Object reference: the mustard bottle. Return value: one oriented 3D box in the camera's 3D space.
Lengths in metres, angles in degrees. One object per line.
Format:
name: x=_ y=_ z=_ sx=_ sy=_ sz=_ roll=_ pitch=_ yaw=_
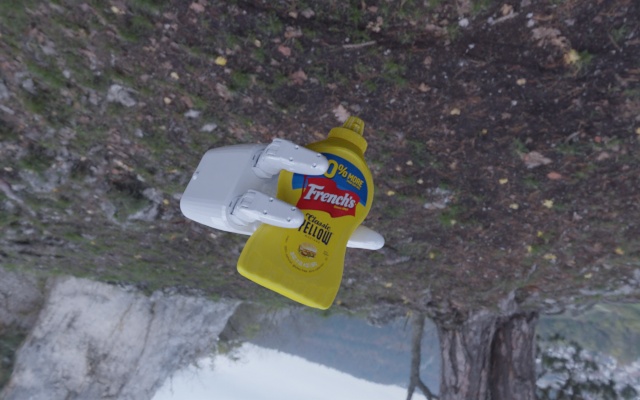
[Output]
mustard bottle: x=0.000 y=0.002 z=0.471 sx=0.096 sy=0.191 sz=0.058 roll=28 pitch=-16 yaw=-14
